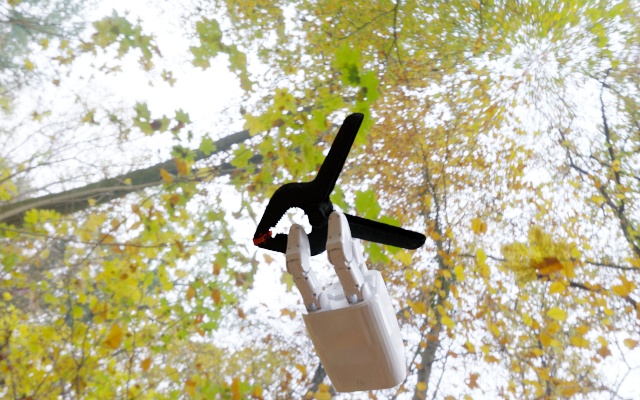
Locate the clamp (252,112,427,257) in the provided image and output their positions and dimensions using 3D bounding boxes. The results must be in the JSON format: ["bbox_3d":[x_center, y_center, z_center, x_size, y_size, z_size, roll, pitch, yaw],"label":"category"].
[{"bbox_3d":[0.000,0.002,0.562,0.210,0.164,0.036,-17,8,27],"label":"clamp"}]
